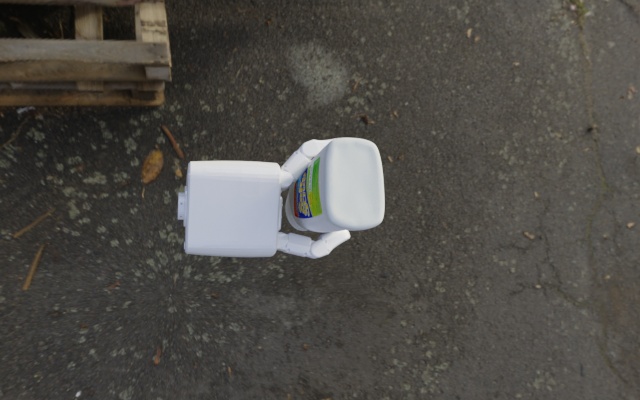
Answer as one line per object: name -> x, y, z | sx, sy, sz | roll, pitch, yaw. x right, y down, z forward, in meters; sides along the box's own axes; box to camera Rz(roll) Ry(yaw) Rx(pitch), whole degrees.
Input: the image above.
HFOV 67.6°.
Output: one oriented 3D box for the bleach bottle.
bleach bottle -> 0.000, 0.002, 0.611 | 0.068, 0.102, 0.251 | 2, -11, -17
